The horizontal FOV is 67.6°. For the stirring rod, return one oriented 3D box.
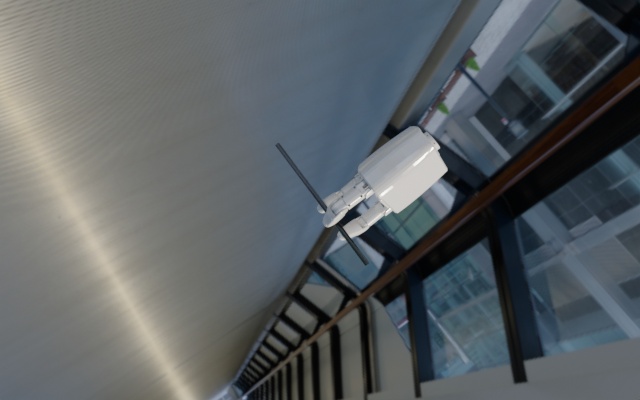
[{"bbox_3d":[0.000,0.002,0.744,0.011,0.239,0.011,-34,-14,-10],"label":"stirring rod"}]
